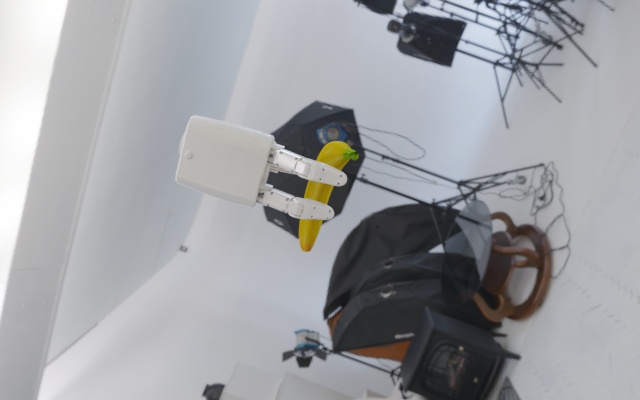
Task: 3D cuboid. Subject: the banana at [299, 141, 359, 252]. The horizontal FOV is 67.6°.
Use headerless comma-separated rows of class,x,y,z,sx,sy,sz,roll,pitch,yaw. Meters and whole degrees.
banana,0.001,-0.013,0.658,0.037,0.069,0.198,13,-47,-12
